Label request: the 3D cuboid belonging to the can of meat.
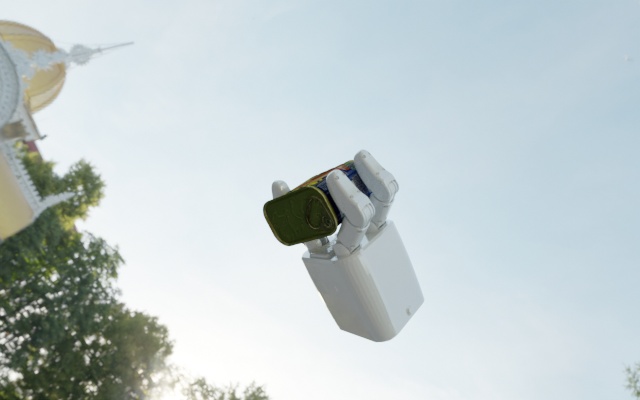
[{"bbox_3d":[0.000,0.002,0.534,0.102,0.057,0.084,-20,11,46],"label":"can of meat"}]
